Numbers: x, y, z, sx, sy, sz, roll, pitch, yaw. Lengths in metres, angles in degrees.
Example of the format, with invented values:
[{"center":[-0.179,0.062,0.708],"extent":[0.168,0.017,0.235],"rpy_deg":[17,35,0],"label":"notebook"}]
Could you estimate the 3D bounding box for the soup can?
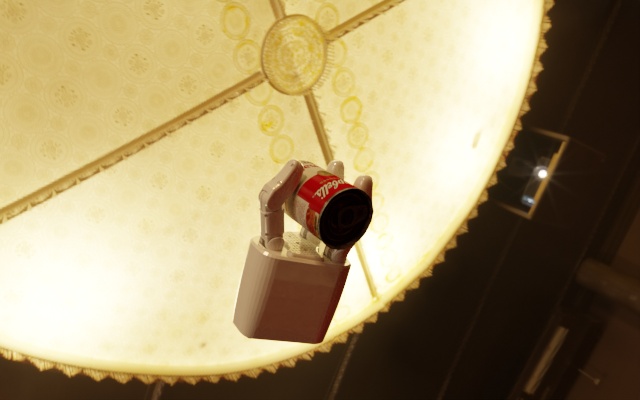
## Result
[{"center":[0.000,0.001,0.522],"extent":[0.068,0.068,0.102],"rpy_deg":[0,21,-35],"label":"soup can"}]
